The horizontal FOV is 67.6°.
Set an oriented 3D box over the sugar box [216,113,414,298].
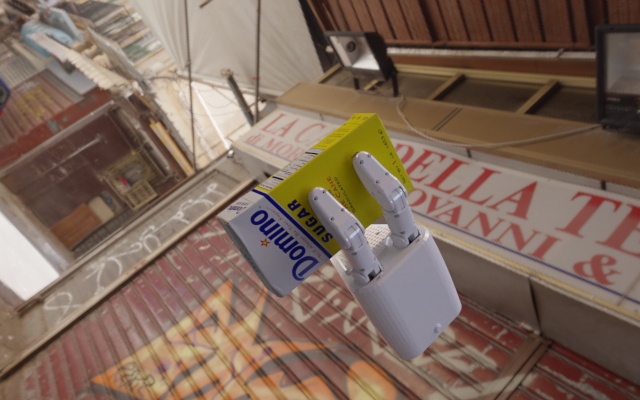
[{"bbox_3d":[0.000,0.002,0.456,0.176,0.093,0.048,-40,23,-19],"label":"sugar box"}]
